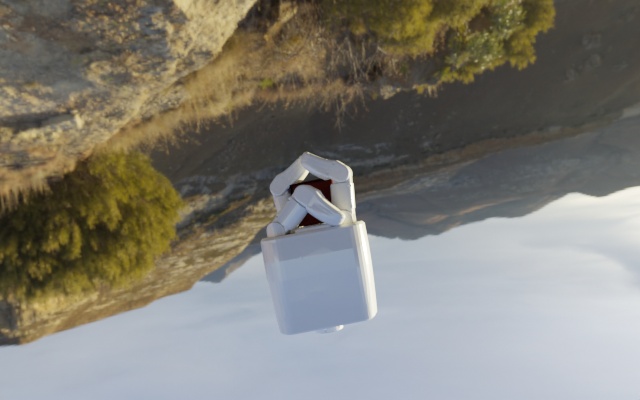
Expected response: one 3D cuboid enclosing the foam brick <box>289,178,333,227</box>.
[{"bbox_3d":[0.000,0.002,0.583,0.053,0.051,0.078,-11,-2,14],"label":"foam brick"}]
